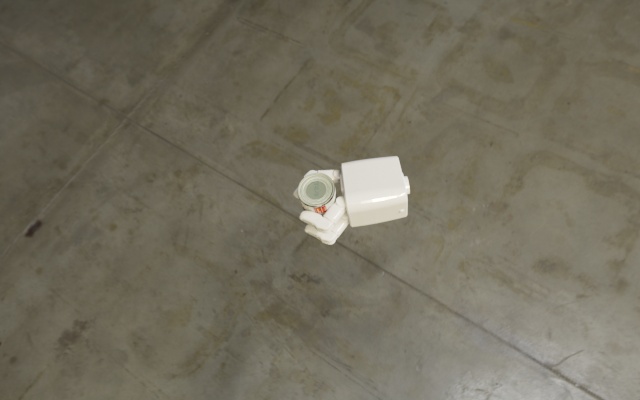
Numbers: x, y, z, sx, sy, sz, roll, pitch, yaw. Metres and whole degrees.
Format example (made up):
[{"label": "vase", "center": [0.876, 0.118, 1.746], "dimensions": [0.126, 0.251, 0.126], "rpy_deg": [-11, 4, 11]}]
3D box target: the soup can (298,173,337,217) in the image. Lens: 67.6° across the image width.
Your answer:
[{"label": "soup can", "center": [0.000, 0.003, 0.861], "dimensions": [0.068, 0.068, 0.102], "rpy_deg": [0, -26, 10]}]
